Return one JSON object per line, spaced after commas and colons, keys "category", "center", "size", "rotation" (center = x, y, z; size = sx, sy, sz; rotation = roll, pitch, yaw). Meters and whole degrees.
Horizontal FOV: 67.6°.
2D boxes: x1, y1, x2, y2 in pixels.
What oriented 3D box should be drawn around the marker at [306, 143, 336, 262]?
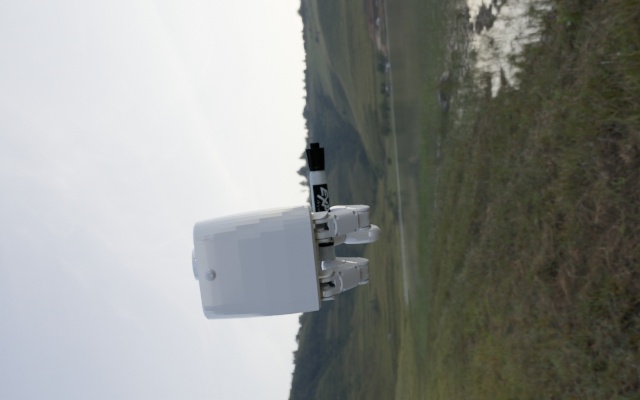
{"category": "marker", "center": [0.000, 0.002, 0.488], "size": [0.020, 0.121, 0.020], "rotation": [-6, 7, 1]}
